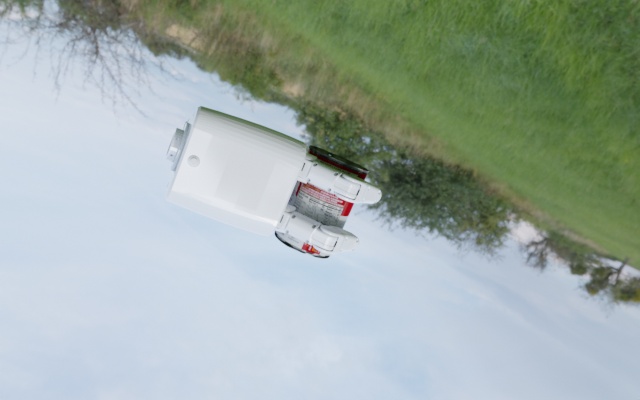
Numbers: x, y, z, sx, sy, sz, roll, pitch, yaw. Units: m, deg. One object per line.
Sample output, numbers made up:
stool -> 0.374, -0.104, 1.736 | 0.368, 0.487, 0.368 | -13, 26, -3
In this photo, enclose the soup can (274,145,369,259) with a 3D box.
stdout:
soup can -> 0.000, 0.002, 0.506 | 0.068, 0.102, 0.068 | 23, 9, -4
